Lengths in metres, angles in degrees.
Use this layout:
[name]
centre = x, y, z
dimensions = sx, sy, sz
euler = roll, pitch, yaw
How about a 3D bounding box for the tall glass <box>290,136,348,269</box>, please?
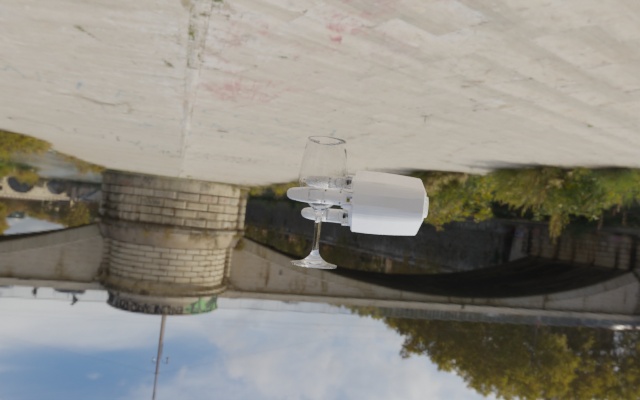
[tall glass]
centre = 0.000, 0.003, 0.753
dimensions = 0.079, 0.201, 0.079
euler = 6, -1, 0
